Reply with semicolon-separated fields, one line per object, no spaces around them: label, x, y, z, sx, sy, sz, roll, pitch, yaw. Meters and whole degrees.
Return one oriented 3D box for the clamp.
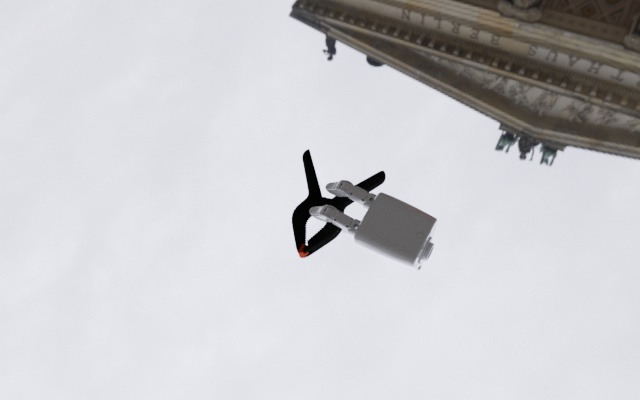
clamp;0.000;0.004;0.858;0.164;0.210;0.036;24;-22;21
